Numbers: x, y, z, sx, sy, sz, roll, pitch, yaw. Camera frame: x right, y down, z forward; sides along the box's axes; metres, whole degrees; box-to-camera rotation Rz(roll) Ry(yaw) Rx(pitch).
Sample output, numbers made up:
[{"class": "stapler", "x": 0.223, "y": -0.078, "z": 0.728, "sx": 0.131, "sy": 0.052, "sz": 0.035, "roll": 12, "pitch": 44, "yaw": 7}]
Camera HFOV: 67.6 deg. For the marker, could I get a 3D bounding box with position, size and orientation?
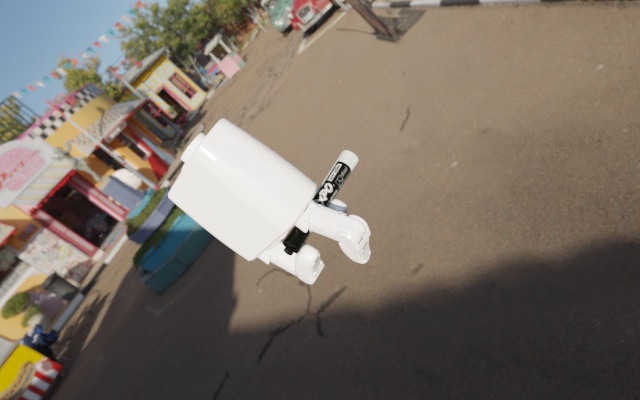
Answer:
[{"class": "marker", "x": 0.000, "y": 0.002, "z": 0.457, "sx": 0.020, "sy": 0.121, "sz": 0.020, "roll": 27, "pitch": -24, "yaw": 13}]
